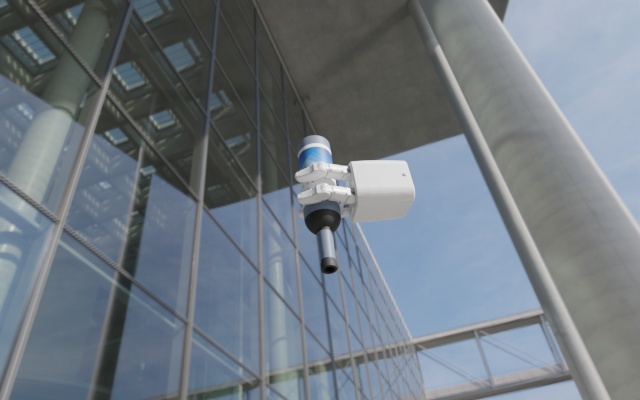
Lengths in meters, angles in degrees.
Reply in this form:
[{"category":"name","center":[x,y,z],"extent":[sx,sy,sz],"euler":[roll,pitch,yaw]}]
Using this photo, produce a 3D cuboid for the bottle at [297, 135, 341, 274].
[{"category":"bottle","center":[0.000,0.003,0.875],"extent":[0.069,0.295,0.069],"euler":[-4,-41,-4]}]
